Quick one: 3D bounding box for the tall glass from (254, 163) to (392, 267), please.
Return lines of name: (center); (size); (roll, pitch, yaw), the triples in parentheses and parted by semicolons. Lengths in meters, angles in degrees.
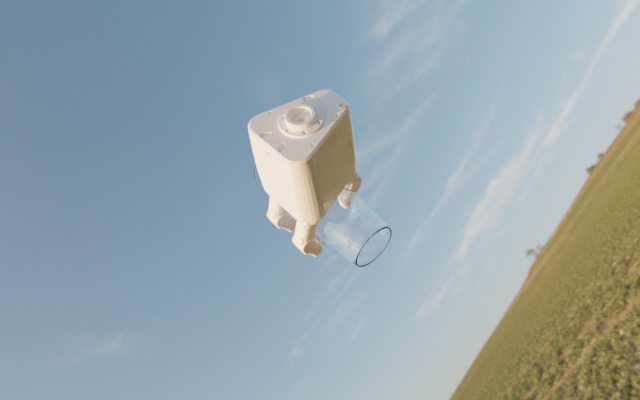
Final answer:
tall glass: (0.000, 0.002, 0.633); (0.201, 0.079, 0.079); (40, 23, 30)
